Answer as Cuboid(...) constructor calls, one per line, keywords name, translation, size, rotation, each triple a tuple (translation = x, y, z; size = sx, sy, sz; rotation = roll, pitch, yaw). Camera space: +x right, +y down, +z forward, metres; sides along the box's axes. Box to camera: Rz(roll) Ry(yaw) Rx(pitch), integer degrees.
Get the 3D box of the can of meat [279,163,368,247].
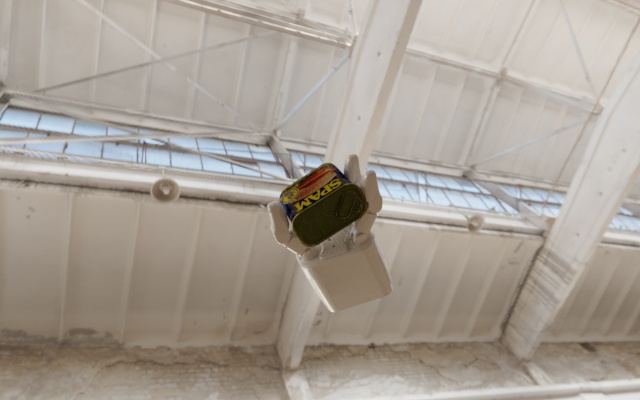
Cuboid(name="can of meat", translation=(0.000, 0.002, 0.648), size=(0.102, 0.057, 0.084), rotation=(-32, 32, -3))
